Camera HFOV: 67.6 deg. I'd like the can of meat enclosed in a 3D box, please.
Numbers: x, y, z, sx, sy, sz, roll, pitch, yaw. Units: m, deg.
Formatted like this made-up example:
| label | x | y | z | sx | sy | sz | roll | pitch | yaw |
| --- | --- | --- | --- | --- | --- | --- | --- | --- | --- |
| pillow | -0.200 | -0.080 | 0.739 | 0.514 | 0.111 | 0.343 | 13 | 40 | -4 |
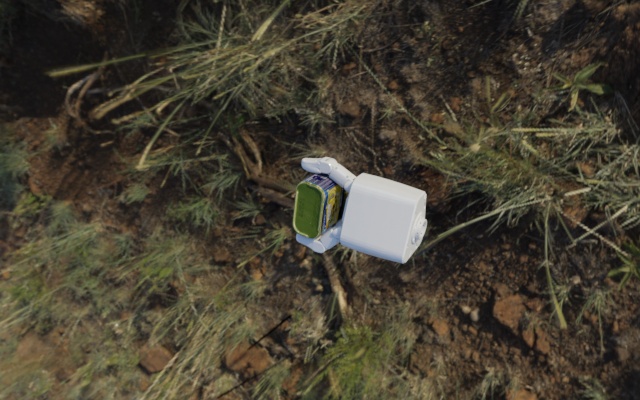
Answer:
| label | x | y | z | sx | sy | sz | roll | pitch | yaw |
| --- | --- | --- | --- | --- | --- | --- | --- | --- | --- |
| can of meat | 0.000 | 0.003 | 0.783 | 0.057 | 0.102 | 0.084 | 20 | 31 | 23 |
